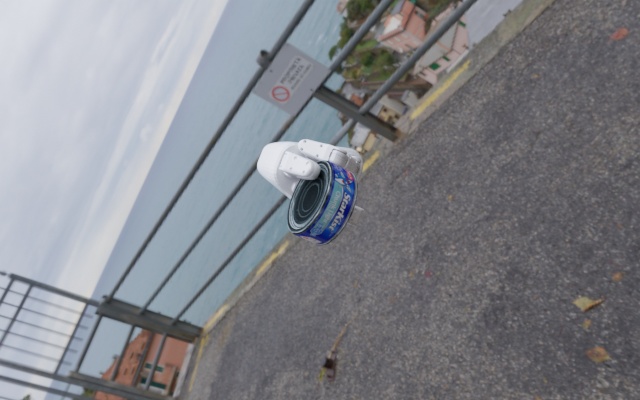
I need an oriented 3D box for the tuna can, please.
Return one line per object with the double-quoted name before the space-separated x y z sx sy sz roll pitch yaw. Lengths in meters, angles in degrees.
"tuna can" 0.000 0.001 0.502 0.034 0.086 0.086 25 -11 -25
